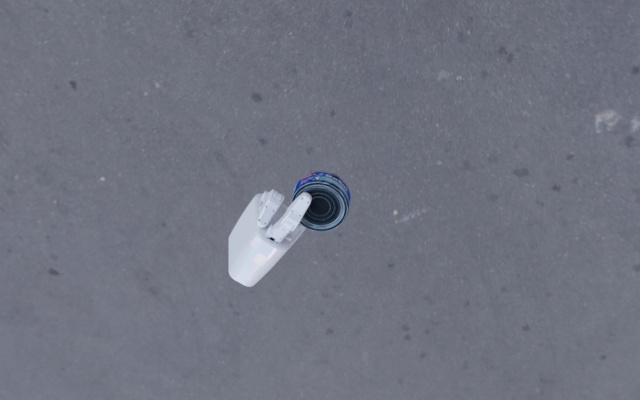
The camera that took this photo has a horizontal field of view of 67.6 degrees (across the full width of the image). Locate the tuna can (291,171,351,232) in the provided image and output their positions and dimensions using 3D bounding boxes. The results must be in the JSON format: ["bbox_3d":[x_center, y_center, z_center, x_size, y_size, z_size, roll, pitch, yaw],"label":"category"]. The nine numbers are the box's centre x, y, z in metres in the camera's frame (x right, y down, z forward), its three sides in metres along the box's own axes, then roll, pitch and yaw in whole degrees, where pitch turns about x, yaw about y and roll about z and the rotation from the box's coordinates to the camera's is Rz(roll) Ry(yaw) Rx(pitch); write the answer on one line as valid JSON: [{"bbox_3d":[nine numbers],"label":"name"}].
[{"bbox_3d":[0.000,0.003,0.696,0.086,0.086,0.033,0,29,8],"label":"tuna can"}]
